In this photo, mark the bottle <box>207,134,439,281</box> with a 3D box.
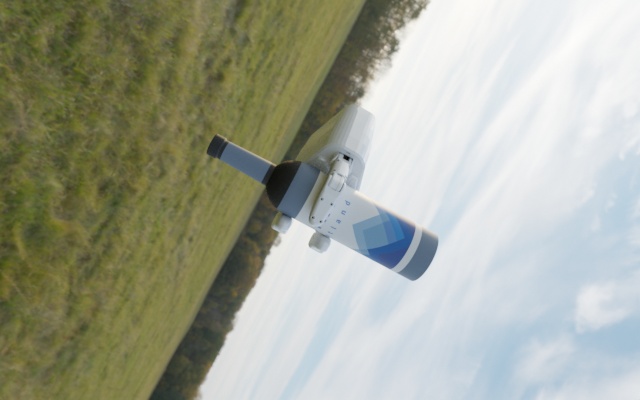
[{"bbox_3d":[0.000,0.002,0.581,0.296,0.069,0.069,28,-3,-6],"label":"bottle"}]
